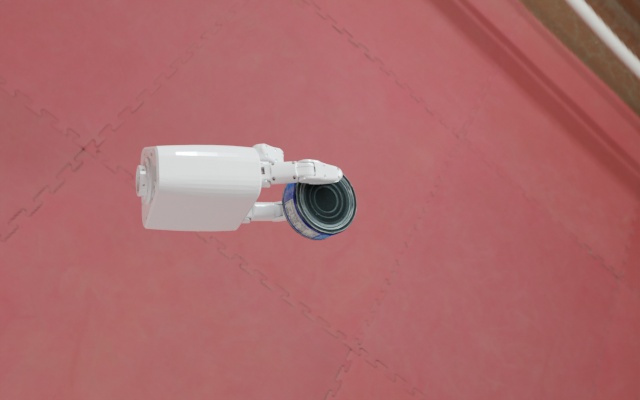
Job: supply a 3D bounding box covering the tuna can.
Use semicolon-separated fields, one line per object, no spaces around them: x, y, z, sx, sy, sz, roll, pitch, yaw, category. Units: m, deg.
0.000;0.002;0.562;0.086;0.086;0.034;0;-15;-31;tuna can
